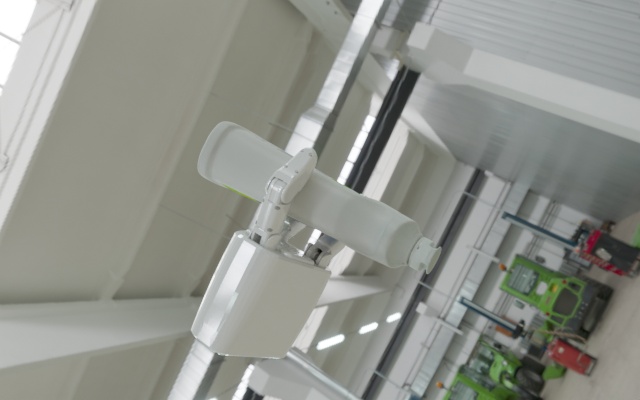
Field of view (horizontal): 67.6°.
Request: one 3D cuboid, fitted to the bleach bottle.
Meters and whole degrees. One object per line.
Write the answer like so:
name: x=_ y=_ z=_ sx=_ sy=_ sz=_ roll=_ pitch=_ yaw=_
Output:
bleach bottle: x=0.000 y=0.002 z=0.482 sx=0.250 sy=0.068 sz=0.102 roll=27 pitch=2 yaw=25
